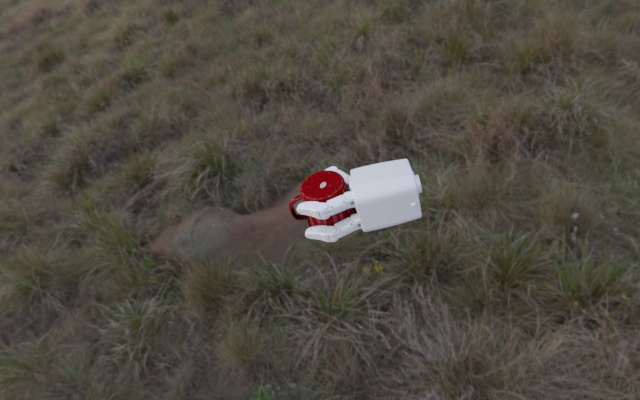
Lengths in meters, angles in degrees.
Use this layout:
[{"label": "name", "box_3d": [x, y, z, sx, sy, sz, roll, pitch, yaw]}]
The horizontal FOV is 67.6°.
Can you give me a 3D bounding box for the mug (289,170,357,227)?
[{"label": "mug", "box_3d": [-0.001, 0.003, 0.861, 0.117, 0.082, 0.093, -13, 41, 6]}]
